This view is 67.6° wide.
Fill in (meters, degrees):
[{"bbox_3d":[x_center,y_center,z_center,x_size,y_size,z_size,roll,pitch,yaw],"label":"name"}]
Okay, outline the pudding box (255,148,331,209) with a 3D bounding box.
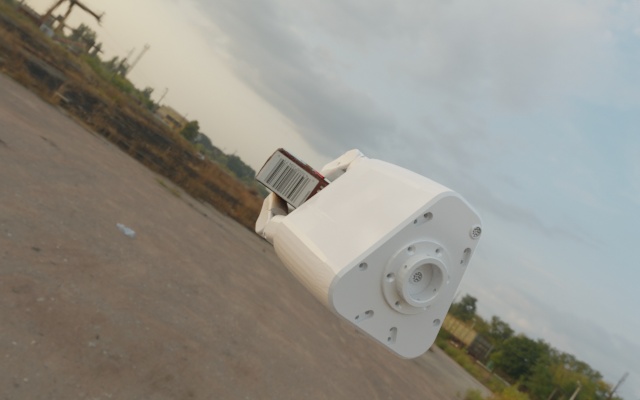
[{"bbox_3d":[0.000,0.001,0.445,0.113,0.039,0.090,38,0,3],"label":"pudding box"}]
